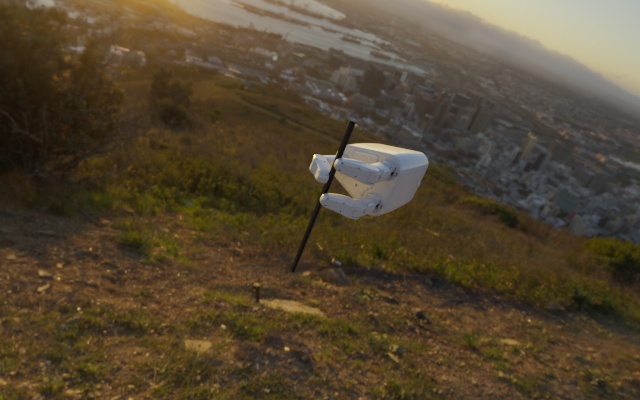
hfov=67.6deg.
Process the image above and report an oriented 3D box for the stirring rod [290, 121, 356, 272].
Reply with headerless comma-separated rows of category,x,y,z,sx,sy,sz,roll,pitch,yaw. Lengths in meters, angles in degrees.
stirring rod,0.000,0.002,0.658,0.011,0.240,0.011,18,24,-9
